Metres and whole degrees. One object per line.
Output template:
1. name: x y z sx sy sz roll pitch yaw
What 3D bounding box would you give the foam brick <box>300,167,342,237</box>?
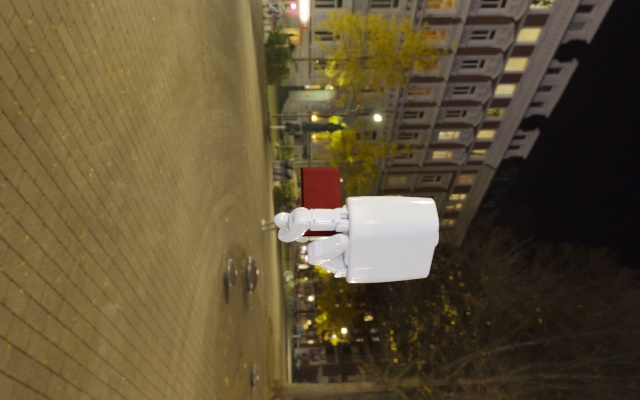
1. foam brick: 0.000 0.002 0.623 0.051 0.078 0.053 -2 -33 -2
